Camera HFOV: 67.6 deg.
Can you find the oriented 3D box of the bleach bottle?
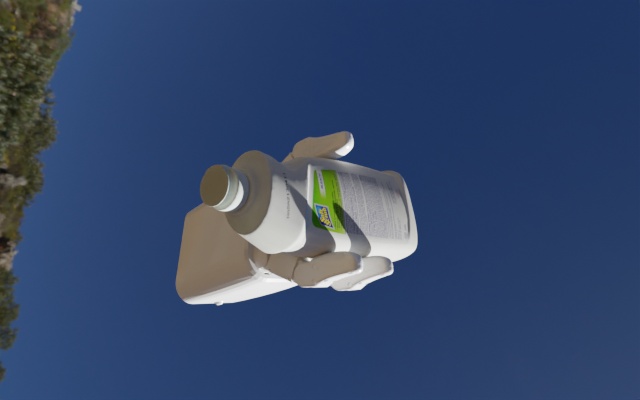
[{"bbox_3d":[0.000,0.001,0.423,0.068,0.102,0.251,-23,-22,31],"label":"bleach bottle"}]
